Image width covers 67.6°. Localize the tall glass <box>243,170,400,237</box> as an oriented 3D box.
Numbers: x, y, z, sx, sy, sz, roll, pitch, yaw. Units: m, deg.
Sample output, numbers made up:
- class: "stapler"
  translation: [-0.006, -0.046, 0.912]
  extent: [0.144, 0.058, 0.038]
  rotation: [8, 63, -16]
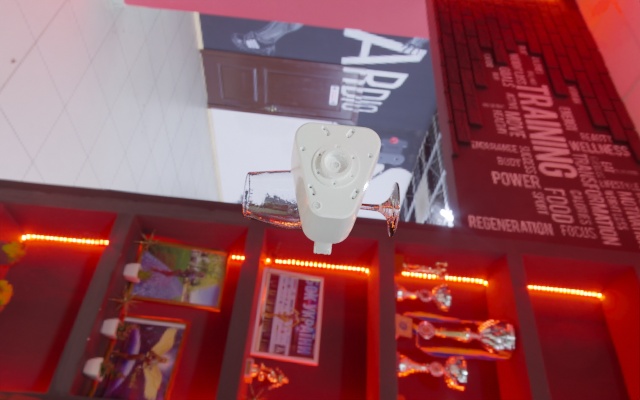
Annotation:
- class: "tall glass"
  translation: [0.001, 0.002, 0.639]
  extent: [0.201, 0.079, 0.079]
  rotation: [6, 0, -1]
